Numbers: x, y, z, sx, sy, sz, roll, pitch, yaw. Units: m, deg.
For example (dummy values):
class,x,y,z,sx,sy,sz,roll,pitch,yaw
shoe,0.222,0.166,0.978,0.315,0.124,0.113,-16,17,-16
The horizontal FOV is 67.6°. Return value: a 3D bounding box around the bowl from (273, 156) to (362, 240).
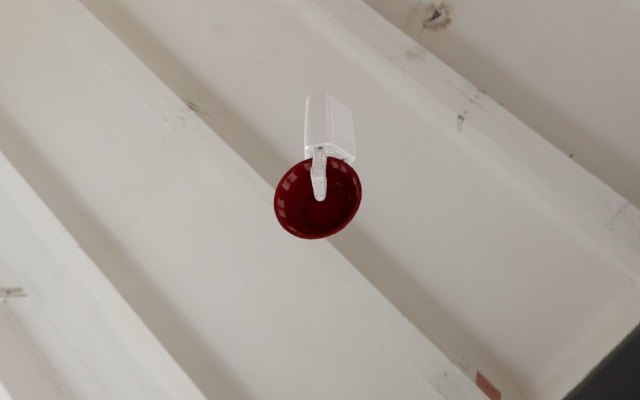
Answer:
class,x,y,z,sx,sy,sz,roll,pitch,yaw
bowl,0.000,0.004,0.858,0.162,0.162,0.055,0,-24,17
